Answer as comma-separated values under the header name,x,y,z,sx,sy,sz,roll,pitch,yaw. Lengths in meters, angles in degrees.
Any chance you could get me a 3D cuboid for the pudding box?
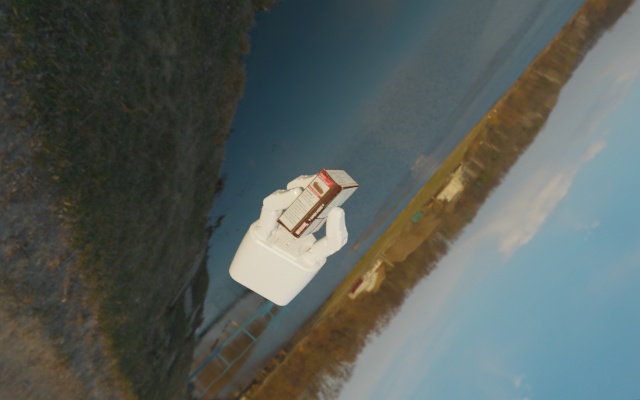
name,x,y,z,sx,sy,sz,roll,pitch,yaw
pudding box,0.000,0.002,0.625,0.039,0.090,0.113,43,12,7
